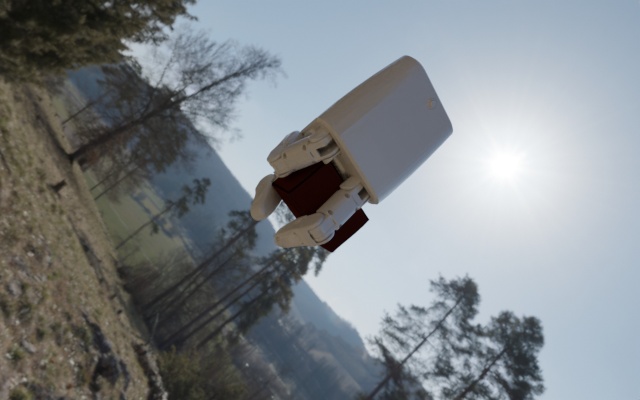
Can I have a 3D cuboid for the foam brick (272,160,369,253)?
[{"bbox_3d":[0.000,0.002,0.462,0.051,0.078,0.053,-40,25,-11],"label":"foam brick"}]
